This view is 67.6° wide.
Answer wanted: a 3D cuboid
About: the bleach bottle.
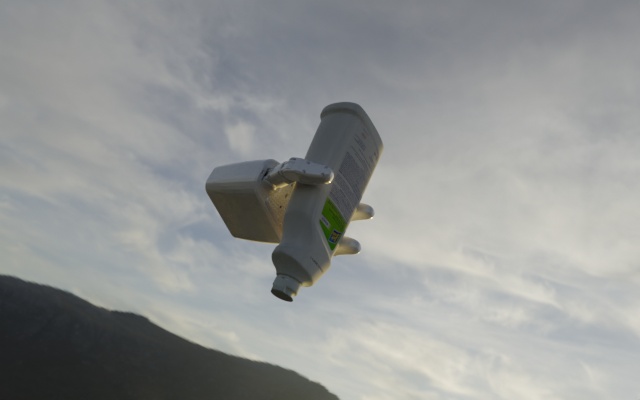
[{"bbox_3d":[0.000,0.002,0.587,0.068,0.250,0.103,0,-37,39],"label":"bleach bottle"}]
